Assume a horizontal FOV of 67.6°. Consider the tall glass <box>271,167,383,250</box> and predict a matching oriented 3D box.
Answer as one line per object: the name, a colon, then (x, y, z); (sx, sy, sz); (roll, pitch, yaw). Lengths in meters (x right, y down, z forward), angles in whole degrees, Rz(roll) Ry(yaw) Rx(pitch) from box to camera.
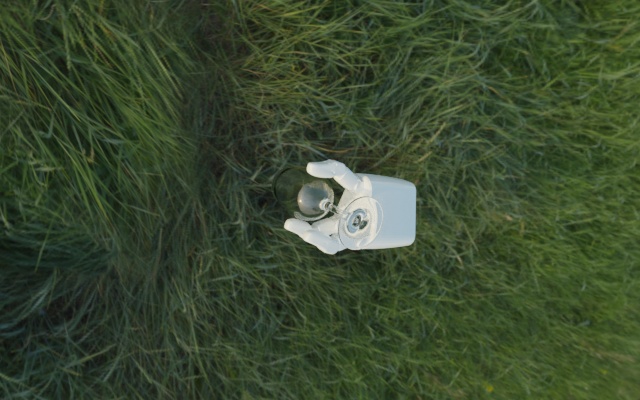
tall glass: (0.000, 0.002, 0.705); (0.079, 0.079, 0.201); (0, 16, -35)
